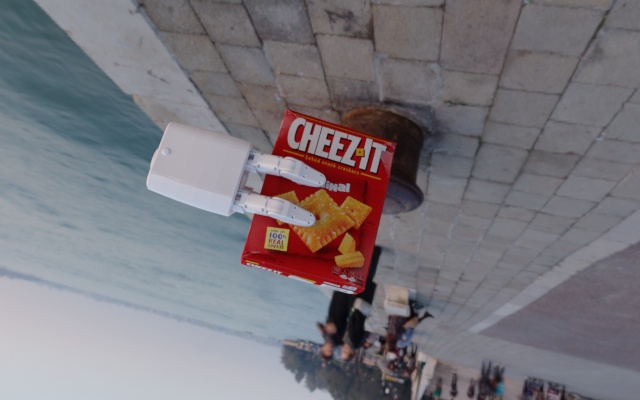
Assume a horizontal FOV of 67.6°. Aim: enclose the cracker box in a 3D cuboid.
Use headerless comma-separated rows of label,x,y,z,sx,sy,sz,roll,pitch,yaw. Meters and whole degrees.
cracker box,0.000,0.002,0.648,0.164,0.213,0.072,17,-17,-6
